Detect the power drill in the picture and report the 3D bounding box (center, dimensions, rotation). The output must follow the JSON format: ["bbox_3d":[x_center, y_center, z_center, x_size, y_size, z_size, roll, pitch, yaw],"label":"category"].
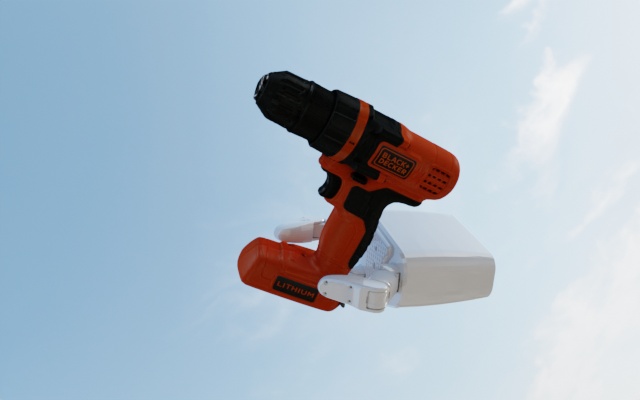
[{"bbox_3d":[0.000,0.002,0.410,0.184,0.188,0.057,24,27,-18],"label":"power drill"}]
